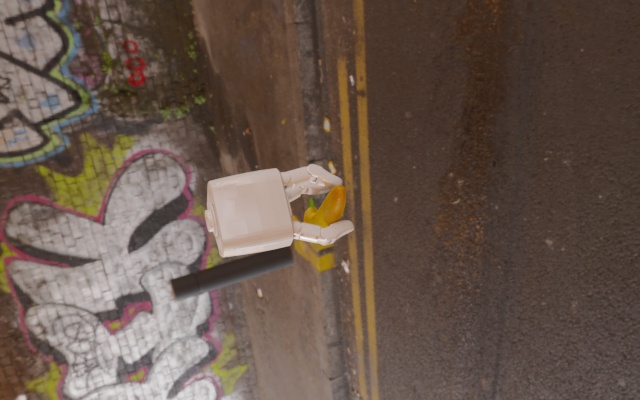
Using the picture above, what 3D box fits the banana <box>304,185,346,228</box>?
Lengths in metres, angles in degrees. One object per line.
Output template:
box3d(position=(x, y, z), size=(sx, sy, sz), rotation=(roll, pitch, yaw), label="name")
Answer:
box3d(position=(0.001, 0.021, 0.779), size=(0.037, 0.069, 0.198), rotation=(-6, -4, -17), label="banana")
